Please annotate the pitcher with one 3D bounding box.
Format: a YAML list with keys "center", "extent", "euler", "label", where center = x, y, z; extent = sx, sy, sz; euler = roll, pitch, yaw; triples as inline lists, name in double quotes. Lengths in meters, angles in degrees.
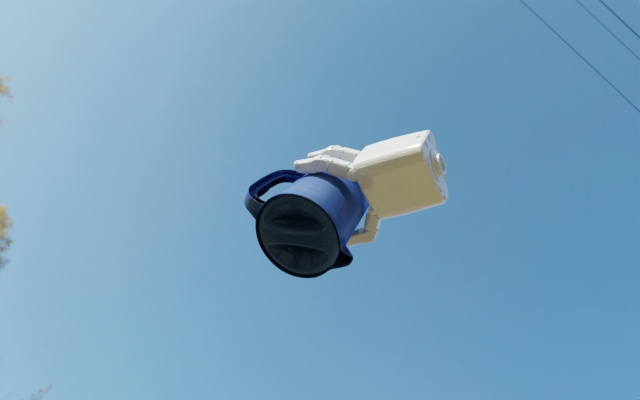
- center: [0.000, 0.003, 0.768]
  extent: [0.145, 0.149, 0.242]
  euler: [-15, 16, 28]
  label: "pitcher"
